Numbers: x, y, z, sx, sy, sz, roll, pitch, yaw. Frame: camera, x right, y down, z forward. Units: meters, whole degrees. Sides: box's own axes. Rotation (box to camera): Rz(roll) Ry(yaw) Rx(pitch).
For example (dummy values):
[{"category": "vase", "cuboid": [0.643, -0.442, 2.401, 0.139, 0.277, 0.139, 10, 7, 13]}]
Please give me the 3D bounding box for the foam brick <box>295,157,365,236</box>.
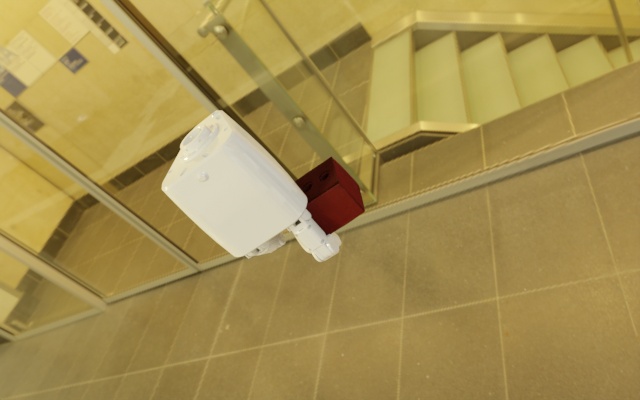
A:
[{"category": "foam brick", "cuboid": [0.000, 0.002, 0.515, 0.078, 0.051, 0.053, -34, 31, 15]}]
